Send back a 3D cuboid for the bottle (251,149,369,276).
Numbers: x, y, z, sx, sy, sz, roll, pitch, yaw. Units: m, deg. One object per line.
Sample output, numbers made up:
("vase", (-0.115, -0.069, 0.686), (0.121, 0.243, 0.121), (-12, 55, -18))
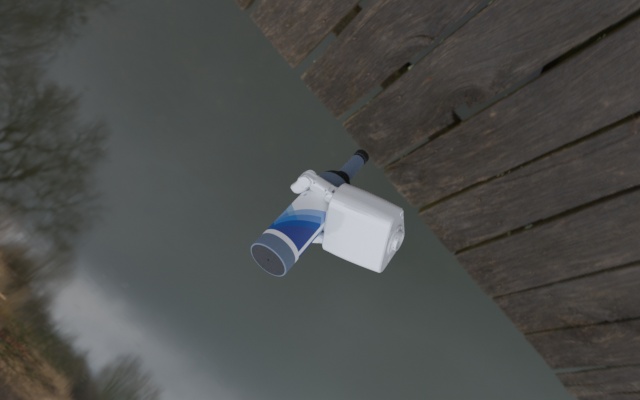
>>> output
("bottle", (0.000, 0.003, 0.803), (0.069, 0.069, 0.295), (0, 36, 42))
